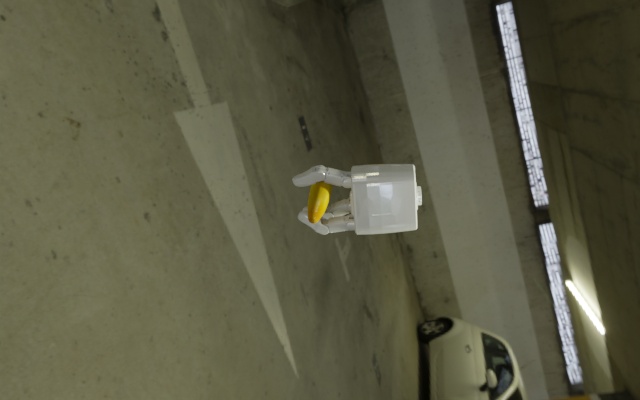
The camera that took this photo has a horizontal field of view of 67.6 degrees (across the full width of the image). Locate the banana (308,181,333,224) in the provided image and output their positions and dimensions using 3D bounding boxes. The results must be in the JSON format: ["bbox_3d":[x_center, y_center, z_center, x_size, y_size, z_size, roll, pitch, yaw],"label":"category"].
[{"bbox_3d":[0.002,-0.016,0.846,0.037,0.070,0.197,7,13,2],"label":"banana"}]
